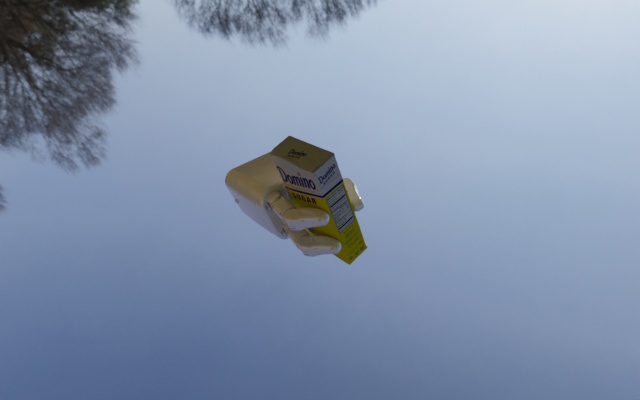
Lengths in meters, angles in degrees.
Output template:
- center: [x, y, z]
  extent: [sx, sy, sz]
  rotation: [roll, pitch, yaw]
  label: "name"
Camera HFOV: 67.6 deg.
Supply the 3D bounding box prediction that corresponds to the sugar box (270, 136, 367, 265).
- center: [0.000, 0.003, 0.651]
  extent: [0.048, 0.176, 0.093]
  rotation: [-43, 43, -20]
  label: "sugar box"
